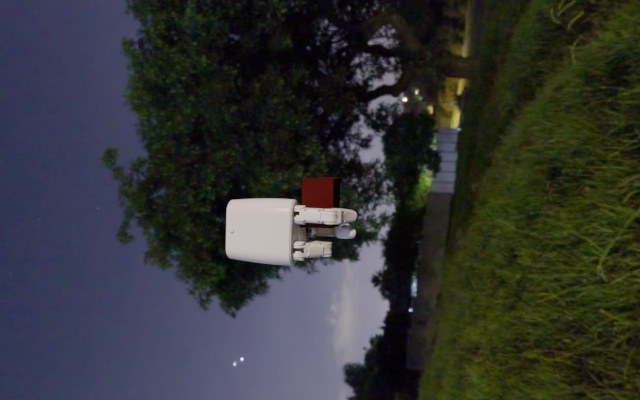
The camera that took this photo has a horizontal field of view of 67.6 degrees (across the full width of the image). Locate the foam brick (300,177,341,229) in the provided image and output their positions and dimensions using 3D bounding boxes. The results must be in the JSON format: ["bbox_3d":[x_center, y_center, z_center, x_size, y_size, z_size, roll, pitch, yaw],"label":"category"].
[{"bbox_3d":[0.000,0.002,0.737,0.051,0.078,0.053,2,2,14],"label":"foam brick"}]
